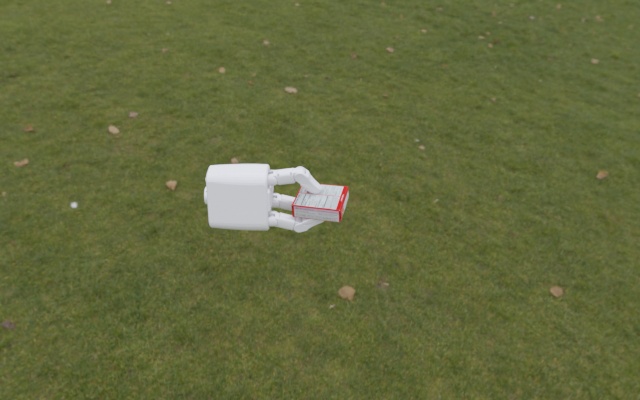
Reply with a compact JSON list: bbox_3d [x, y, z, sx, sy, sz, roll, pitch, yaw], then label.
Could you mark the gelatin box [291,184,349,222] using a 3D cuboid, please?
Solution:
[{"bbox_3d":[0.000,0.002,0.850,0.089,0.030,0.073,5,37,13],"label":"gelatin box"}]
